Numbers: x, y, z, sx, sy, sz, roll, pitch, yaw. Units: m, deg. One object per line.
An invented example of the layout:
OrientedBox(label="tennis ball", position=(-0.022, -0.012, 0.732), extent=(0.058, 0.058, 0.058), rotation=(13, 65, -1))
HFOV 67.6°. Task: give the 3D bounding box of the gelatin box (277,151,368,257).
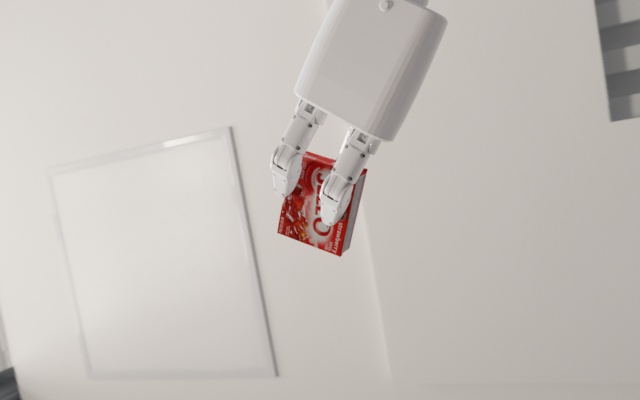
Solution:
OrientedBox(label="gelatin box", position=(0.000, 0.002, 0.474), extent=(0.073, 0.089, 0.030), rotation=(19, 21, 20))
